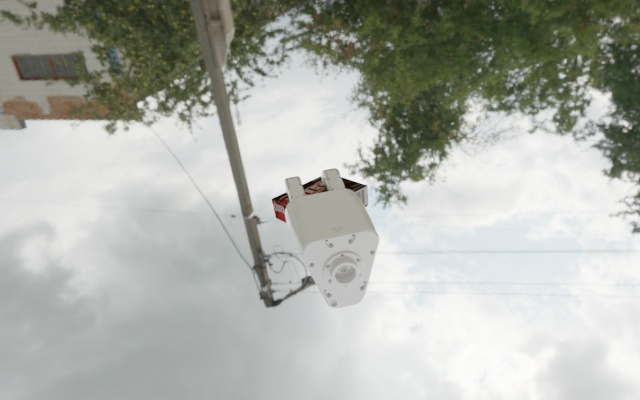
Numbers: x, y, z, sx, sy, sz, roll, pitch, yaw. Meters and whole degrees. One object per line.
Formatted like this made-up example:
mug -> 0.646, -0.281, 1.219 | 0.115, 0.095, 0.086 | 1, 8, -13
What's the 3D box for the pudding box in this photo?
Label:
pudding box -> 0.000, 0.002, 0.694 | 0.113, 0.039, 0.090 | -25, 30, -33
